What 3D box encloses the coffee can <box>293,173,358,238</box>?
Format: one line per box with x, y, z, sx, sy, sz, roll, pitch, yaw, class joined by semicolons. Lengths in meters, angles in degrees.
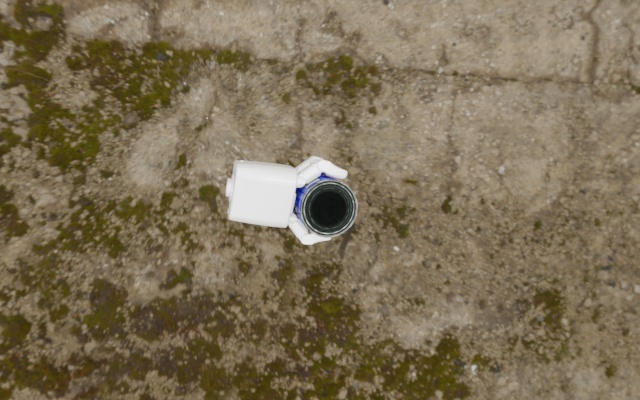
0.000;0.003;0.888;0.103;0.103;0.140;0;10;-13;coffee can
